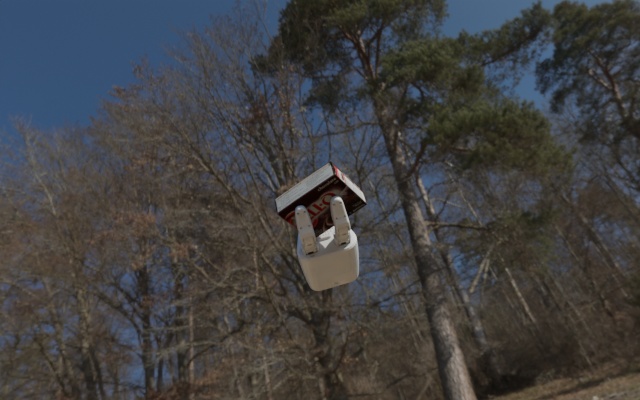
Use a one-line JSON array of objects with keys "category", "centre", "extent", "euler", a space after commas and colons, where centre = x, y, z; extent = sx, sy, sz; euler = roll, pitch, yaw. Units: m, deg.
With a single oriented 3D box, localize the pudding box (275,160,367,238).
[{"category": "pudding box", "centre": [0.000, 0.002, 0.734], "extent": [0.113, 0.039, 0.090], "euler": [-36, -46, 16]}]
